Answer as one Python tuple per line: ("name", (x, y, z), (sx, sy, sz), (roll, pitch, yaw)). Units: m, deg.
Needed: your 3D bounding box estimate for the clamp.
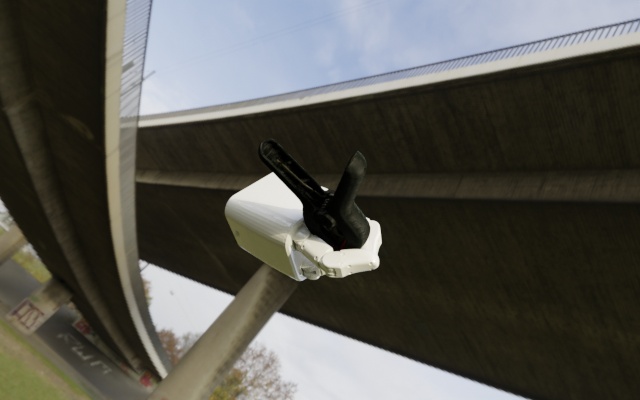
("clamp", (0.001, 0.001, 0.506), (0.120, 0.172, 0.039), (24, 56, 29))
